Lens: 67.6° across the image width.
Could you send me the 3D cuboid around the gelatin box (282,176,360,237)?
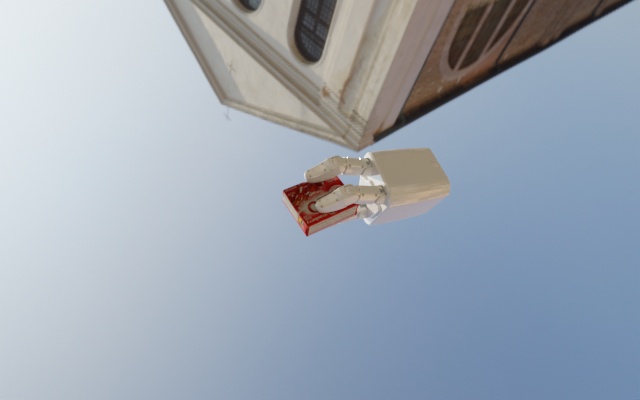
[{"bbox_3d":[0.000,0.003,0.693,0.089,0.073,0.030,-23,-31,-22],"label":"gelatin box"}]
